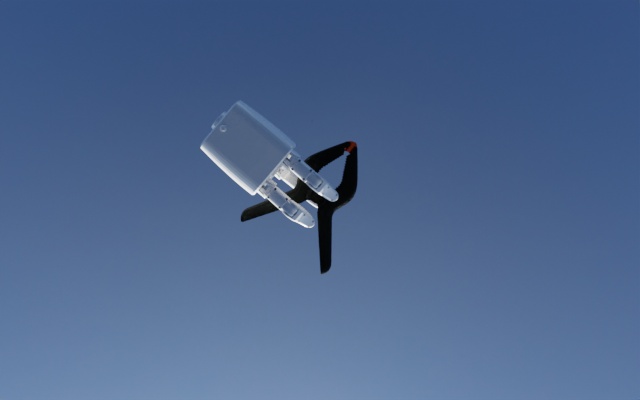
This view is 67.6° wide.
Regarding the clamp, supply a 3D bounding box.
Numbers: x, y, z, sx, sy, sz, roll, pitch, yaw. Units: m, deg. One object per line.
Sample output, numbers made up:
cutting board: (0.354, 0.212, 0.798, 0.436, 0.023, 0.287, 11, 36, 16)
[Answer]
clamp: (0.000, 0.002, 0.749, 0.164, 0.210, 0.036, 41, 7, -6)
